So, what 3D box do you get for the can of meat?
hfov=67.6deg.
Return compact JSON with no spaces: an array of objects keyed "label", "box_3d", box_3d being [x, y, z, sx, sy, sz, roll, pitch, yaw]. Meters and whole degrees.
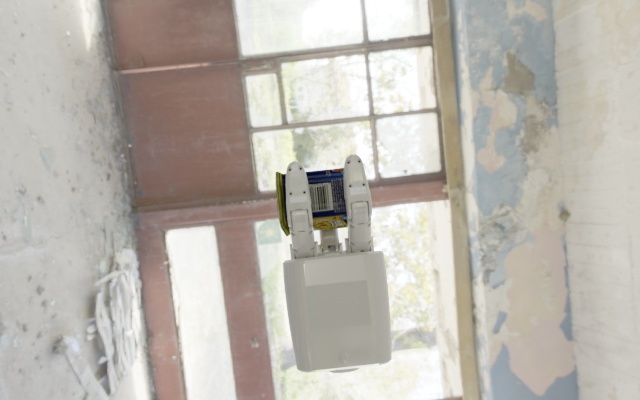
[{"label":"can of meat","box_3d":[0.000,0.002,0.499,0.084,0.057,0.102,-6,-11,-1]}]
